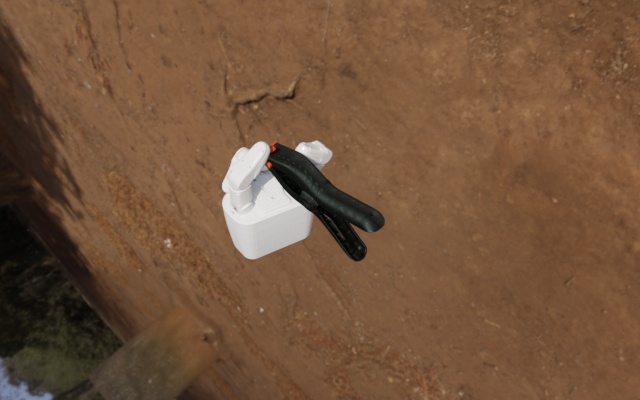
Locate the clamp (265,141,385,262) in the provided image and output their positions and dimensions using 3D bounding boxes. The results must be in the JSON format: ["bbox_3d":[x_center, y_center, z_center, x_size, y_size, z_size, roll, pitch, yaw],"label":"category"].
[{"bbox_3d":[0.000,0.002,0.550,0.039,0.171,0.120,-38,-24,-25],"label":"clamp"}]
